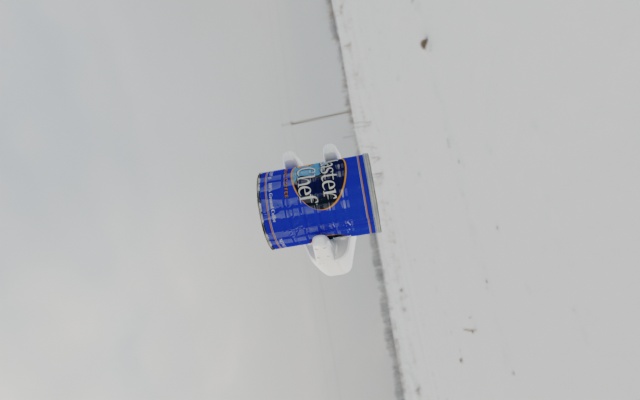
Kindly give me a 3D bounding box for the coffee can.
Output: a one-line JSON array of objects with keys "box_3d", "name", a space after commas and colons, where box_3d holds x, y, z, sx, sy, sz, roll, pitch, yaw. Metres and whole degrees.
[{"box_3d": [0.000, 0.002, 0.609, 0.140, 0.103, 0.103, -10, -1, 5], "name": "coffee can"}]
